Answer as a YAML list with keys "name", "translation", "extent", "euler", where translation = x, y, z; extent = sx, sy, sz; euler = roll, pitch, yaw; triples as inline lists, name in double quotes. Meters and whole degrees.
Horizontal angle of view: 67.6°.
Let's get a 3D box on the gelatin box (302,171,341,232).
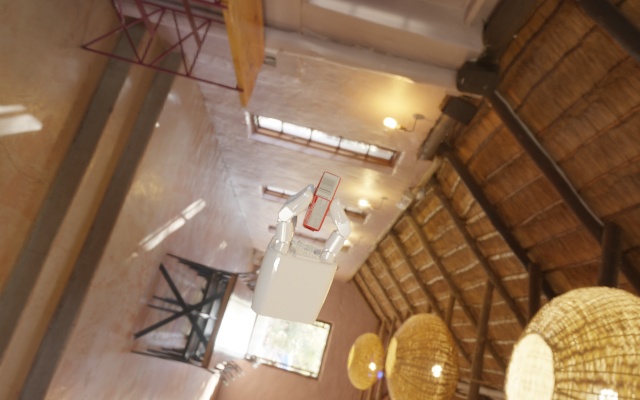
- name: "gelatin box"
  translation: [0.001, 0.002, 0.728]
  extent: [0.030, 0.089, 0.073]
  euler: [23, -1, -1]
